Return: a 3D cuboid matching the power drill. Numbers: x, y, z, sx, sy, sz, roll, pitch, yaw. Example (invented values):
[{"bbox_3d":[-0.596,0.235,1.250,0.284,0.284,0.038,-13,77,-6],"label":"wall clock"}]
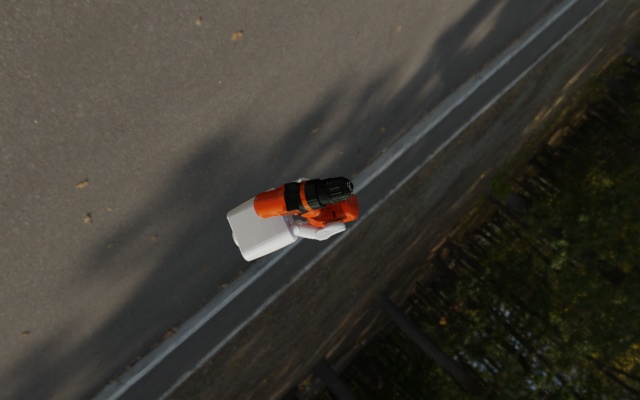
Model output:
[{"bbox_3d":[0.000,0.003,0.863,0.184,0.057,0.188,-10,-14,26],"label":"power drill"}]
